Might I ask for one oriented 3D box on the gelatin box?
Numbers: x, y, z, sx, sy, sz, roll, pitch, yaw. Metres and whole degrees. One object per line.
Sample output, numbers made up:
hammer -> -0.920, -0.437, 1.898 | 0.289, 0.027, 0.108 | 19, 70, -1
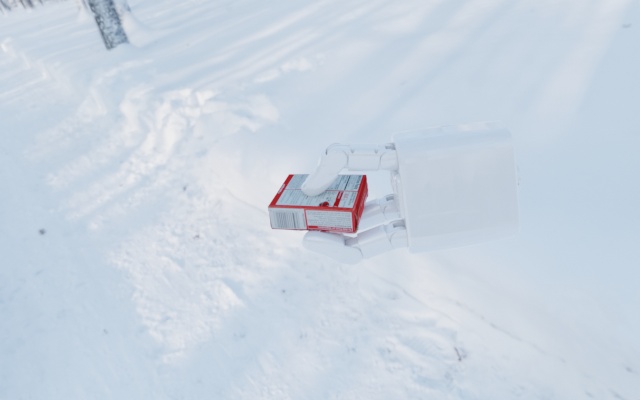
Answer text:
gelatin box -> 0.000, 0.001, 0.487 | 0.089, 0.030, 0.073 | 2, 30, 14
